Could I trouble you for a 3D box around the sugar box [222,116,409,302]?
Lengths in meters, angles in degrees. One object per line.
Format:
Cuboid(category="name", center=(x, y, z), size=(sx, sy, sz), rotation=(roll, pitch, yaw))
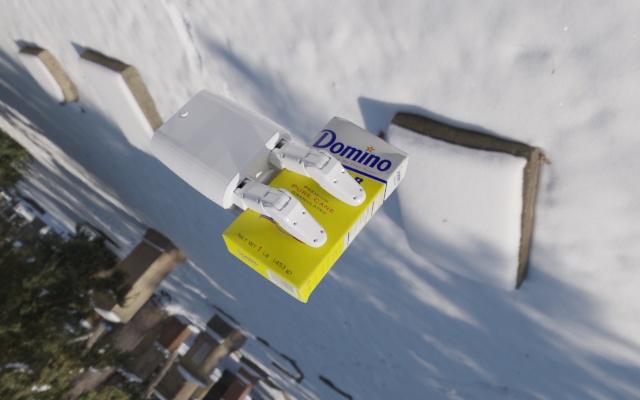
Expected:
Cuboid(category="sugar box", center=(0.000, 0.001, 0.463), size=(0.093, 0.176, 0.048), rotation=(32, -23, 18))
